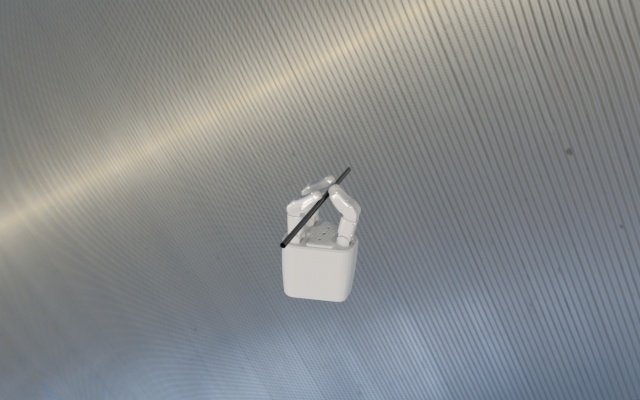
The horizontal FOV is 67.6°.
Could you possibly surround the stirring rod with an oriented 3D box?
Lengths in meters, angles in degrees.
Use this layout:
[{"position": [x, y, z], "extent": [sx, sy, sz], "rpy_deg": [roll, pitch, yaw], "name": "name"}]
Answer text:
[{"position": [0.000, 0.002, 0.681], "extent": [0.011, 0.011, 0.239], "rpy_deg": [0, 26, 25], "name": "stirring rod"}]
